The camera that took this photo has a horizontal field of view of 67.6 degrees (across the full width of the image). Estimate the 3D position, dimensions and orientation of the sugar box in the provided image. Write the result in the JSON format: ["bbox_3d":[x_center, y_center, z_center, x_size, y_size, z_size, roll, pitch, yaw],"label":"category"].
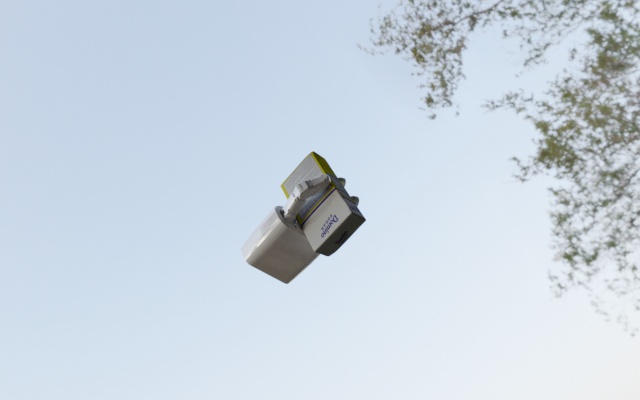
[{"bbox_3d":[0.000,0.003,0.815,0.048,0.093,0.176,26,24,-44],"label":"sugar box"}]
